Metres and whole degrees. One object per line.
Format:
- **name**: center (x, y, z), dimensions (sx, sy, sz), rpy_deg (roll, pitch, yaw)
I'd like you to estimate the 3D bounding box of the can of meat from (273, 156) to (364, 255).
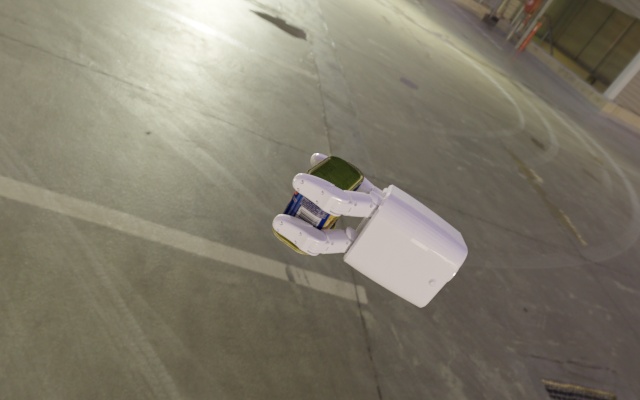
- **can of meat**: center (0.000, 0.002, 0.559), dimensions (0.057, 0.084, 0.102), rpy_deg (36, 31, 7)
